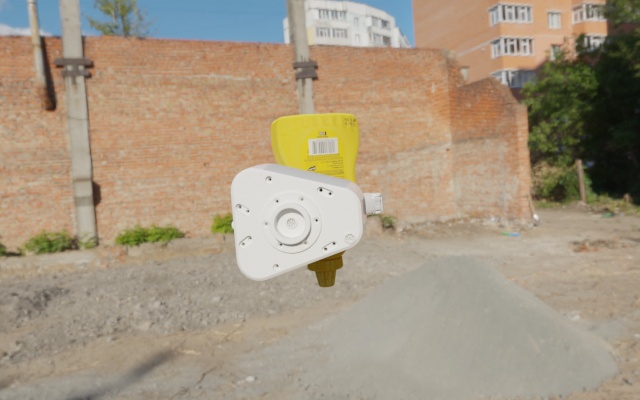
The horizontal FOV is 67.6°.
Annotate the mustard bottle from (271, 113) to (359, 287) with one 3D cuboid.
[{"bbox_3d":[0.000,0.001,0.537,0.096,0.191,0.058,-6,3,-19],"label":"mustard bottle"}]
